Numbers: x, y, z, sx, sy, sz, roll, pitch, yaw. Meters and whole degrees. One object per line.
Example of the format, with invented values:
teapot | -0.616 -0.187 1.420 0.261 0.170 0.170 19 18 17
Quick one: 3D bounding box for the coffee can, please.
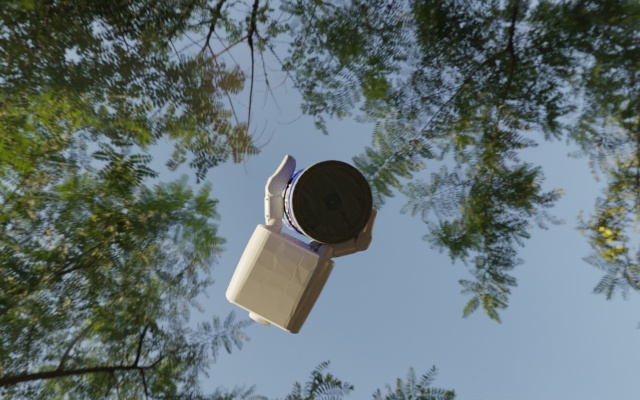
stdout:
coffee can | 0.000 0.002 0.647 0.103 0.103 0.140 0 0 -12
